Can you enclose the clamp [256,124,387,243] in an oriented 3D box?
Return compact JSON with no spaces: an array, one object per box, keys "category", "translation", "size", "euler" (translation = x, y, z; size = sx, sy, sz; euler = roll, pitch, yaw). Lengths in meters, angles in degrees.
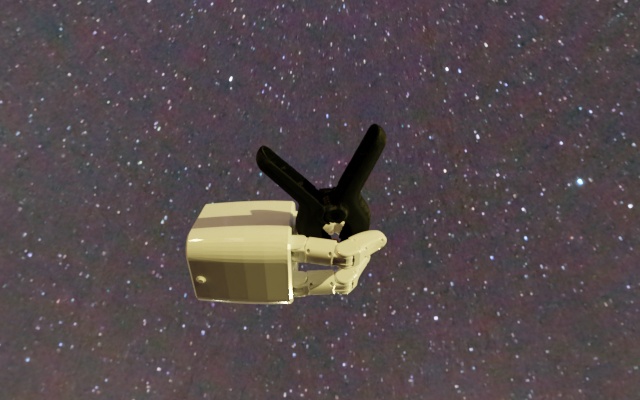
[{"category":"clamp","translation":[0.000,0.001,0.482],"size":[0.120,0.172,0.039],"euler":[-1,38,-2]}]
